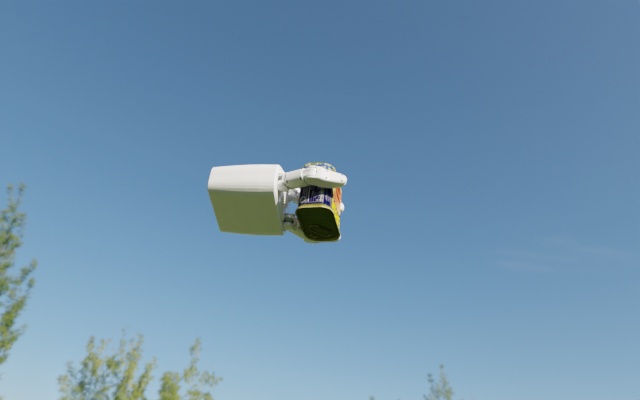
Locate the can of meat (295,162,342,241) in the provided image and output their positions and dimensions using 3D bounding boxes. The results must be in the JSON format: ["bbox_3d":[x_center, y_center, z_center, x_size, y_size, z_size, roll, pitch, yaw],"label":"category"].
[{"bbox_3d":[0.000,0.002,0.740,0.057,0.084,0.102,-2,-34,11],"label":"can of meat"}]
